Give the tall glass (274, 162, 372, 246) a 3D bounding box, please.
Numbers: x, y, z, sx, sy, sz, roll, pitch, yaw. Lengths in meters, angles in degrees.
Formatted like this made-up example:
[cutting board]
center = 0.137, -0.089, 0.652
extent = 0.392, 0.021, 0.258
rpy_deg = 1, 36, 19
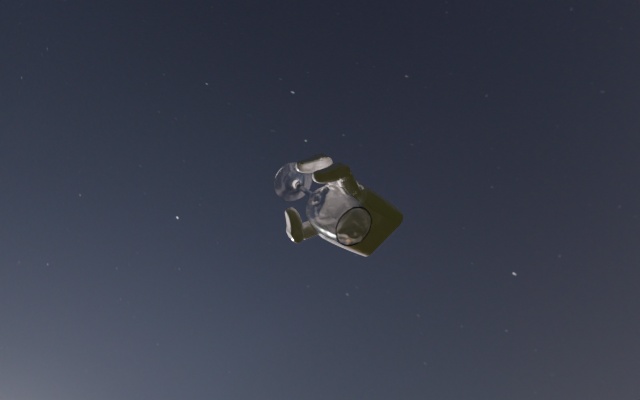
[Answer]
[tall glass]
center = 0.000, 0.002, 0.758
extent = 0.079, 0.079, 0.201
rpy_deg = 0, 21, -31
